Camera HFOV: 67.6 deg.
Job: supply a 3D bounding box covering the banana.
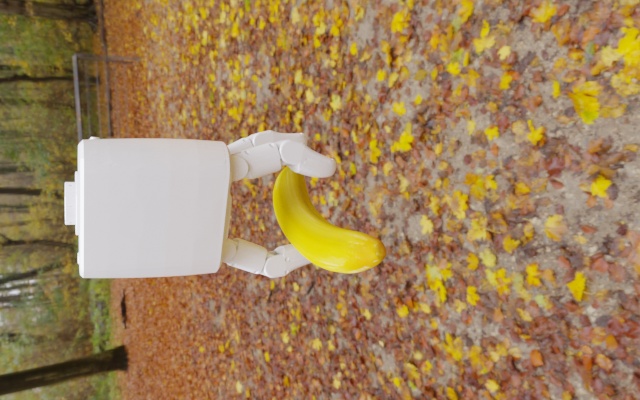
[{"bbox_3d":[-0.006,0.016,0.427,0.037,0.070,0.197,4,28,-28],"label":"banana"}]
